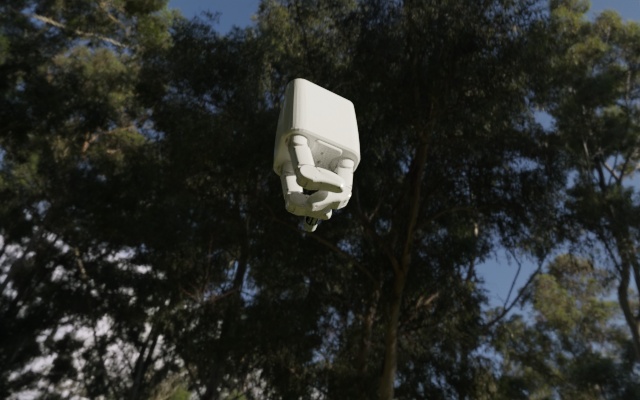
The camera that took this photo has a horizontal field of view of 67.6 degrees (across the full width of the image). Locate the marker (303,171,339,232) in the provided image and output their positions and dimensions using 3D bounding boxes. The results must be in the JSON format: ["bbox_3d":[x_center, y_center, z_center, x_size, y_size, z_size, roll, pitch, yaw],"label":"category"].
[{"bbox_3d":[0.000,0.002,0.638,0.020,0.020,0.121,0,-35,-19],"label":"marker"}]
